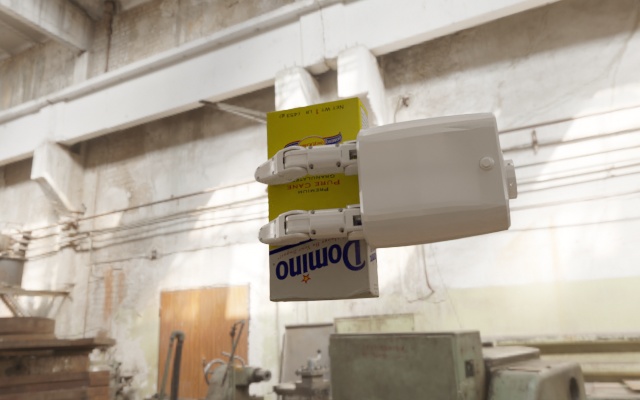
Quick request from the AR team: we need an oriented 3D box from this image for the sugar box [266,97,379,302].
[{"bbox_3d":[0.000,0.001,0.434,0.093,0.176,0.048,-7,-16,17],"label":"sugar box"}]
